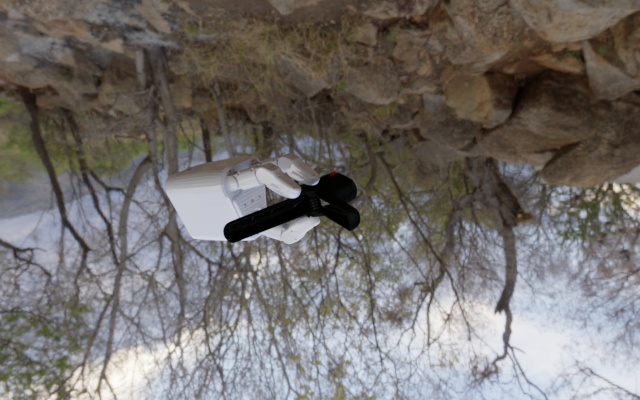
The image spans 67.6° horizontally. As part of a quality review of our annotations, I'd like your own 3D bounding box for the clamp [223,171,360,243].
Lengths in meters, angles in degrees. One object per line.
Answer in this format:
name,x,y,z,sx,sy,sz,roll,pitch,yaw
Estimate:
clamp,0.000,0.003,0.602,0.164,0.036,0.210,-4,16,28
